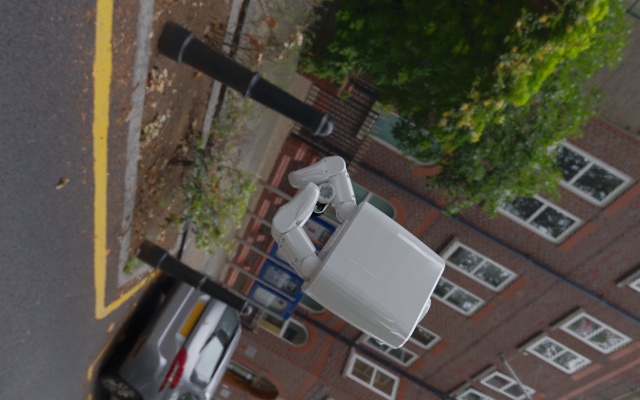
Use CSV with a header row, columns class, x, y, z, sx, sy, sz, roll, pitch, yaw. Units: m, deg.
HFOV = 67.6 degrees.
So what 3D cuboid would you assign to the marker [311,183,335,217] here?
class,x,y,z,sx,sy,sz,roll,pitch,yaw
marker,0.000,0.002,0.530,0.020,0.020,0.121,0,-10,-5
